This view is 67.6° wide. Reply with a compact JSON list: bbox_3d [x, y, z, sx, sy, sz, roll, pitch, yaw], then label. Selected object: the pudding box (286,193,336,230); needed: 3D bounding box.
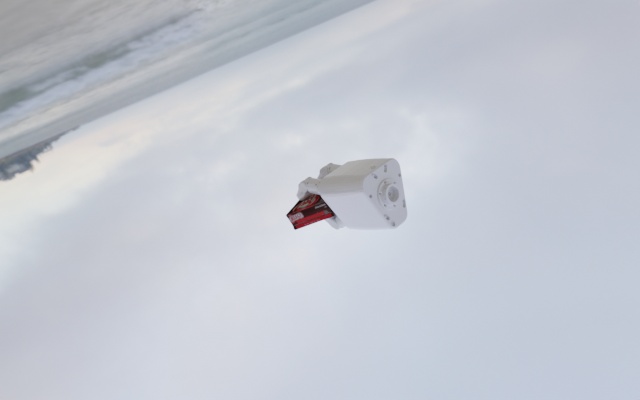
[{"bbox_3d":[0.000,0.003,0.871,0.090,0.039,0.113,-19,15,29],"label":"pudding box"}]
